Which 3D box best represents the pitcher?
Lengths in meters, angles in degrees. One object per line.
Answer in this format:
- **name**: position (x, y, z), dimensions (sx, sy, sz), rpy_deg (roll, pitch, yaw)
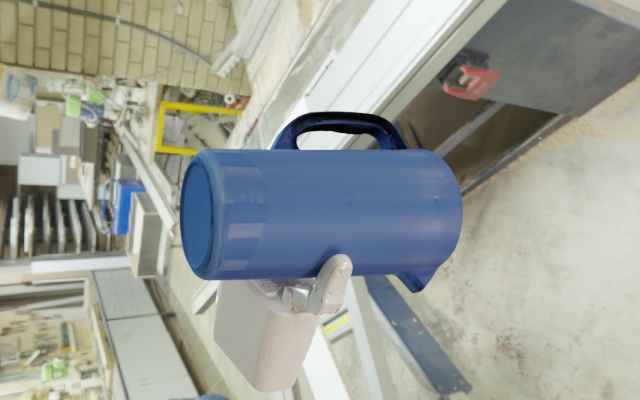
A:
- **pitcher**: position (0.000, 0.002, 0.449), dimensions (0.243, 0.145, 0.149), rpy_deg (1, 30, -31)
